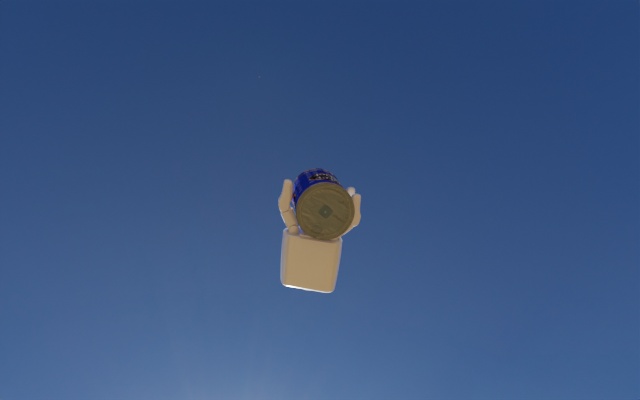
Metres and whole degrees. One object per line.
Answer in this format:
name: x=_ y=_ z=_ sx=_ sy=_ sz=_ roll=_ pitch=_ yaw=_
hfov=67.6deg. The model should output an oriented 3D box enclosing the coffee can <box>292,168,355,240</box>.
coffee can: x=0.000 y=0.003 z=0.886 sx=0.103 sy=0.103 sz=0.140 roll=0 pitch=14 yaw=-7
